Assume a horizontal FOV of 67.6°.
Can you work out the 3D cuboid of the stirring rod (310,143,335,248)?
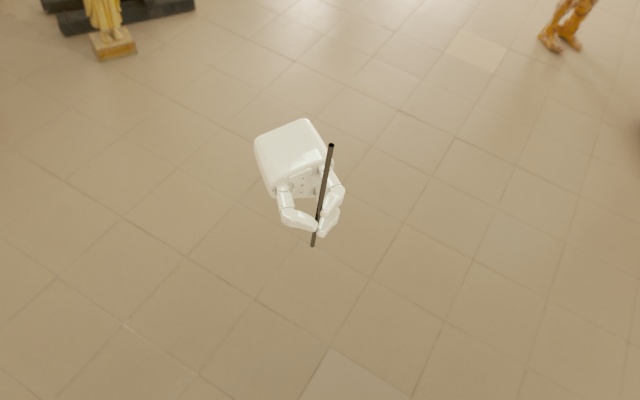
[{"bbox_3d":[0.000,0.002,0.704,0.011,0.011,0.240,0,-37,-8],"label":"stirring rod"}]
